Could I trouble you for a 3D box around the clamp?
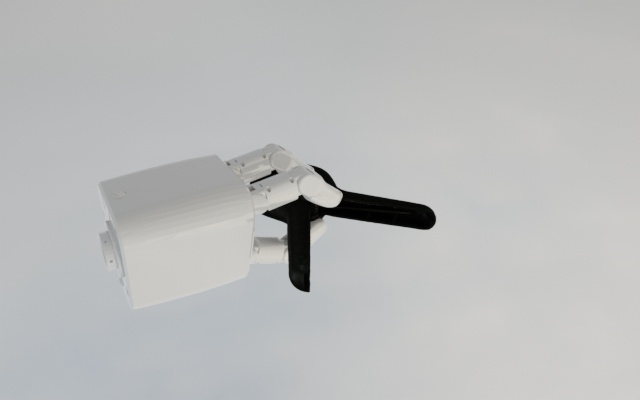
[{"bbox_3d":[0.000,0.002,0.489,0.164,0.036,0.210,-16,35,-27],"label":"clamp"}]
